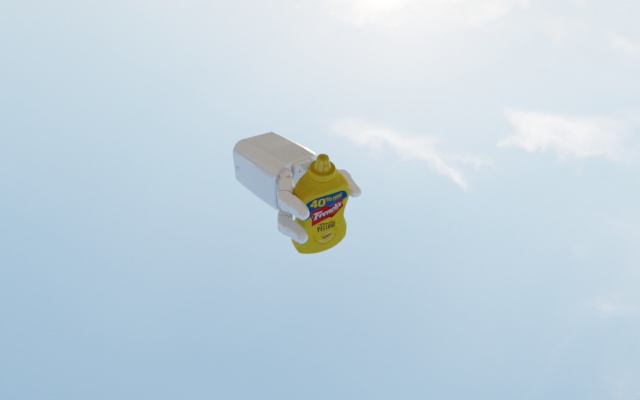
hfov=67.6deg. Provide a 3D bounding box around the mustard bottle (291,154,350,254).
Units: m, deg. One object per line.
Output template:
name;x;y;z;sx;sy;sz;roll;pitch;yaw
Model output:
mustard bottle;0.000;0.003;0.773;0.096;0.192;0.058;-17;48;-19
